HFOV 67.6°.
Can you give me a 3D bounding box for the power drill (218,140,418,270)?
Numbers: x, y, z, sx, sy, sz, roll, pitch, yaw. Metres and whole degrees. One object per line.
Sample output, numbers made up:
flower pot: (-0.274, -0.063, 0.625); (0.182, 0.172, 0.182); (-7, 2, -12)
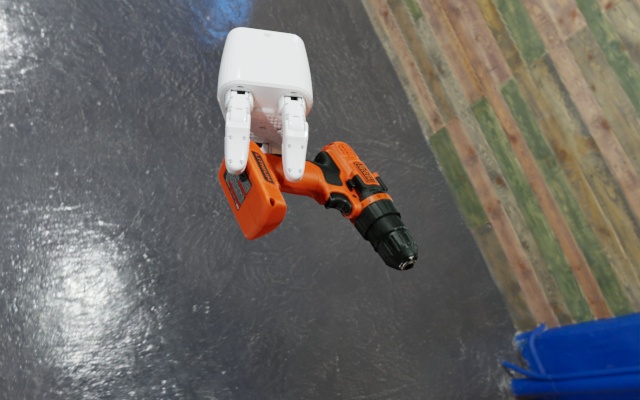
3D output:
power drill: (0.000, 0.001, 0.503); (0.187, 0.057, 0.184); (4, 41, -41)
